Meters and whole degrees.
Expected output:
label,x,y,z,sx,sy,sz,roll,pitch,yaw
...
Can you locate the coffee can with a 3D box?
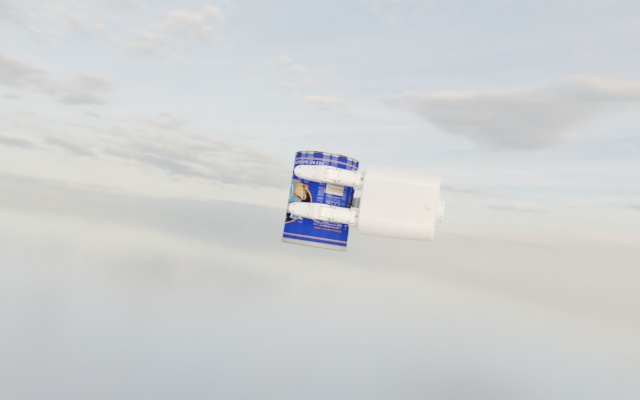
label,x,y,z,sx,sy,sz,roll,pitch,yaw
coffee can,0.000,0.003,0.743,0.103,0.140,0.103,9,-4,1
